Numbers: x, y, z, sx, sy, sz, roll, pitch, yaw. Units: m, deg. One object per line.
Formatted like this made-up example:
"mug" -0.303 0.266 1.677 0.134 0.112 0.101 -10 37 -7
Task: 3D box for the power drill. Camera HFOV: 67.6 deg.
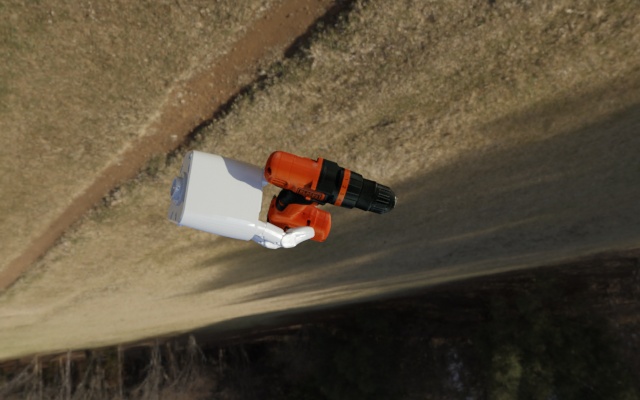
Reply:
"power drill" 0.000 0.002 0.707 0.184 0.057 0.188 19 -27 -6
